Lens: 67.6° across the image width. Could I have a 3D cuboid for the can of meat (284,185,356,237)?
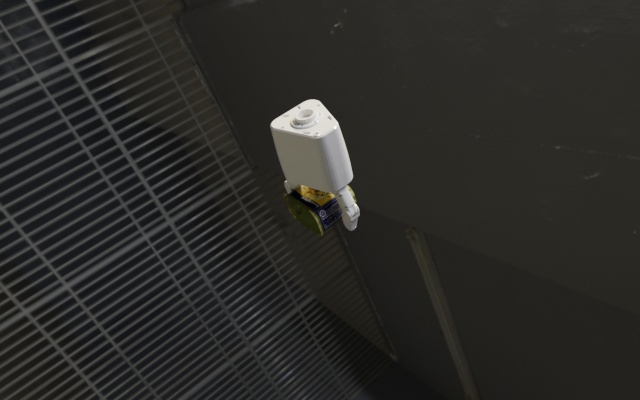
[{"bbox_3d":[0.000,0.003,0.822,0.084,0.057,0.102,-36,40,-20],"label":"can of meat"}]
